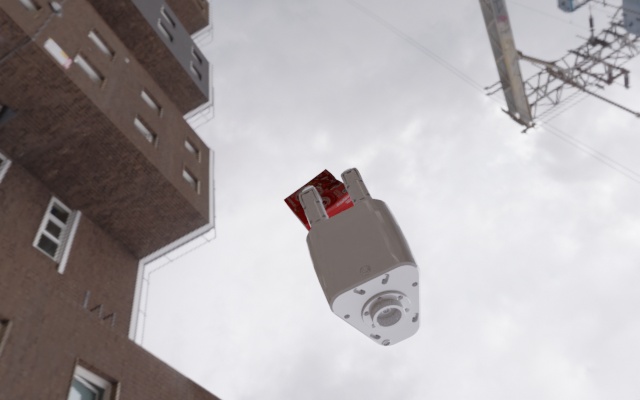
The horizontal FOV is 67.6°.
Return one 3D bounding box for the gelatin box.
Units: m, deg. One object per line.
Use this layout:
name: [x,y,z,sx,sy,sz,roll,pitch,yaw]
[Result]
gelatin box: [0.000,0.002,0.617,0.073,0.030,0.089,-37,31,-5]
